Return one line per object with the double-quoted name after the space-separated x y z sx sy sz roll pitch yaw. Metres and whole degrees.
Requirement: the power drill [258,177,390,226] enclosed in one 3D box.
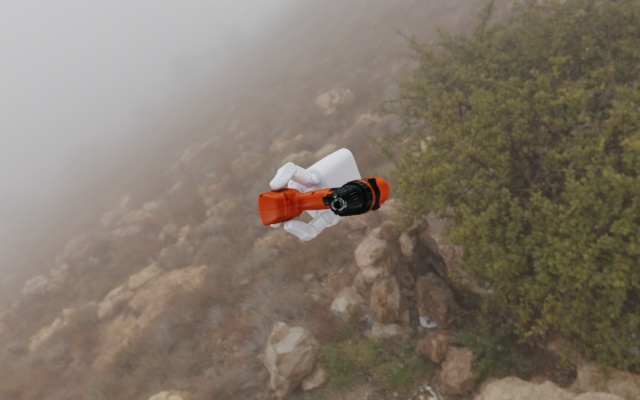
0.000 0.002 0.746 0.187 0.057 0.184 -6 3 25 "power drill"
